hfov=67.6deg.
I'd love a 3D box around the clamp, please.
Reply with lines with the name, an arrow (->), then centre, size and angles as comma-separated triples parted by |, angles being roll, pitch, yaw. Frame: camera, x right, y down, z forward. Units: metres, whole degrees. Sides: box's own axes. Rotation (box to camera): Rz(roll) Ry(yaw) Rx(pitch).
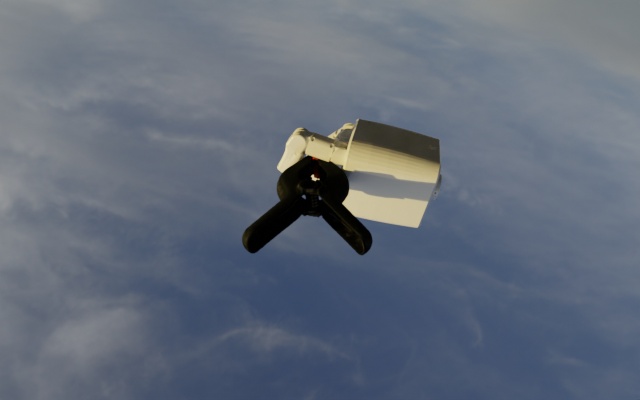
clamp -> 0.000, 0.002, 0.498 | 0.120, 0.039, 0.171 | 10, 37, 7
